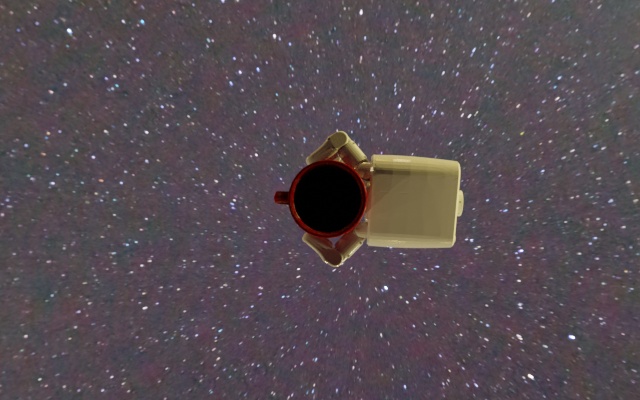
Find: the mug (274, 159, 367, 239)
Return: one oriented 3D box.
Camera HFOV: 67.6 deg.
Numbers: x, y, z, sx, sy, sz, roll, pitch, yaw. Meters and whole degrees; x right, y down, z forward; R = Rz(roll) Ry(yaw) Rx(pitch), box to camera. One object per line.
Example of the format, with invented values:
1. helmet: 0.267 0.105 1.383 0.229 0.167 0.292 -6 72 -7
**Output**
1. mug: -0.001 0.002 0.600 0.117 0.093 0.081 1 -6 6
